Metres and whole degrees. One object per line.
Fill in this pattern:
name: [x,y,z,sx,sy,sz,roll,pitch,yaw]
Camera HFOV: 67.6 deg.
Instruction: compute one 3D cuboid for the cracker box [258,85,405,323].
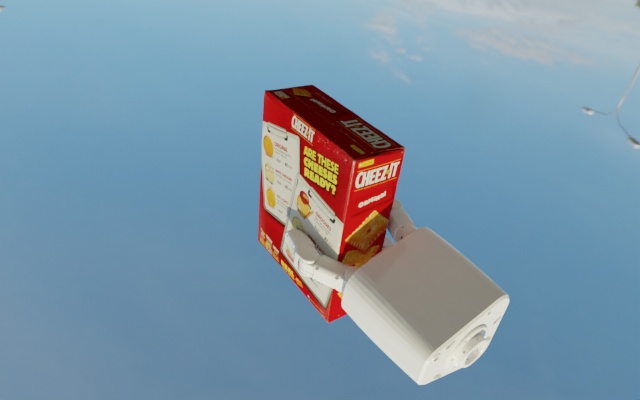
cracker box: [0.000,0.002,0.536,0.072,0.214,0.164,-17,42,-31]
